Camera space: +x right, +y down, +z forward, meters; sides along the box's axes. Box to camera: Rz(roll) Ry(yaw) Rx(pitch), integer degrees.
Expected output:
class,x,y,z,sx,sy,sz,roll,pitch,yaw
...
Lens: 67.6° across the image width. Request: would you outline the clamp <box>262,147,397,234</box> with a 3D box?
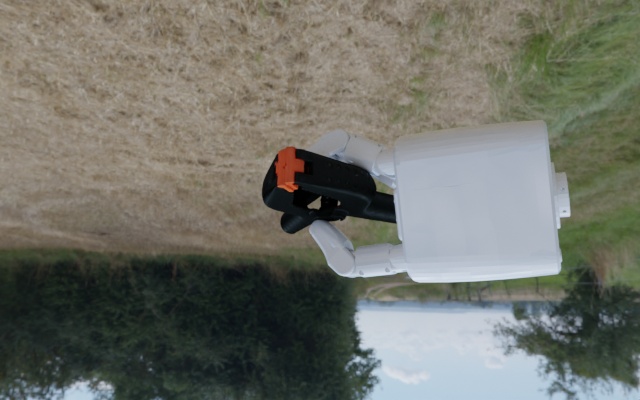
class,x,y,z,sx,sy,sz,roll,pitch,yaw
clamp,0.000,0.002,0.428,0.164,0.036,0.210,-7,-15,24
